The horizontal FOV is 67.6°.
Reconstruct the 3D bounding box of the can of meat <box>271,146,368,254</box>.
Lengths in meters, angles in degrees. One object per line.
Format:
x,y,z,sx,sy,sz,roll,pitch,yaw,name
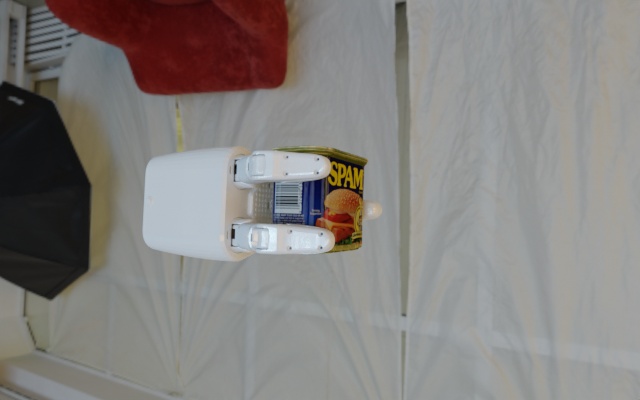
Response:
0.000,0.002,0.416,0.057,0.084,0.102,1,-2,28,can of meat
